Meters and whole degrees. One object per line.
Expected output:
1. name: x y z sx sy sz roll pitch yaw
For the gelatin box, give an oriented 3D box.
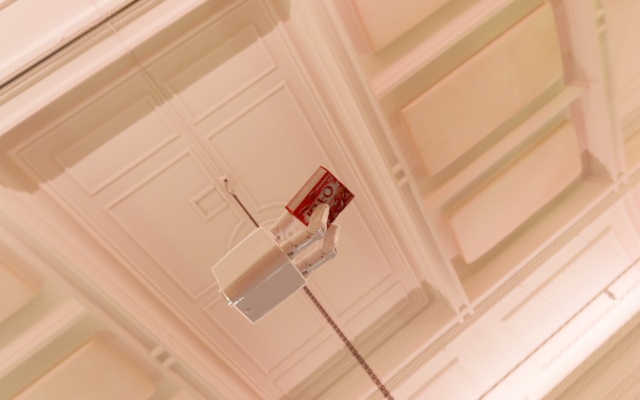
1. gelatin box: 0.000 0.002 0.751 0.073 0.089 0.030 41 -2 -35
